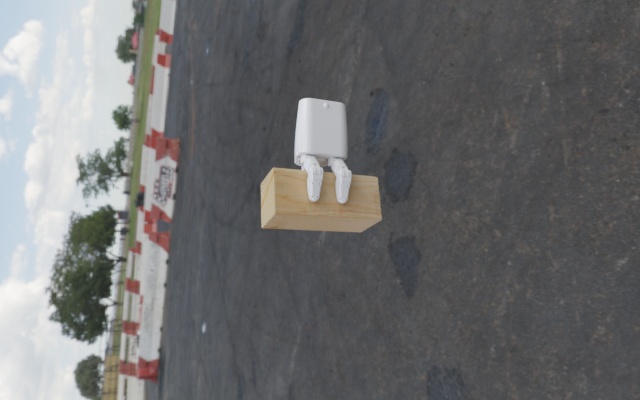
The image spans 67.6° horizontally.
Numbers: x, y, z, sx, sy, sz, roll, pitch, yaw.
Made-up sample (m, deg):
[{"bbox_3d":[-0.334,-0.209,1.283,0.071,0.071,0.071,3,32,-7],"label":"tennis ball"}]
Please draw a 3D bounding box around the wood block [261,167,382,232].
[{"bbox_3d":[0.000,0.003,0.894,0.206,0.090,0.091,4,-20,-22],"label":"wood block"}]
